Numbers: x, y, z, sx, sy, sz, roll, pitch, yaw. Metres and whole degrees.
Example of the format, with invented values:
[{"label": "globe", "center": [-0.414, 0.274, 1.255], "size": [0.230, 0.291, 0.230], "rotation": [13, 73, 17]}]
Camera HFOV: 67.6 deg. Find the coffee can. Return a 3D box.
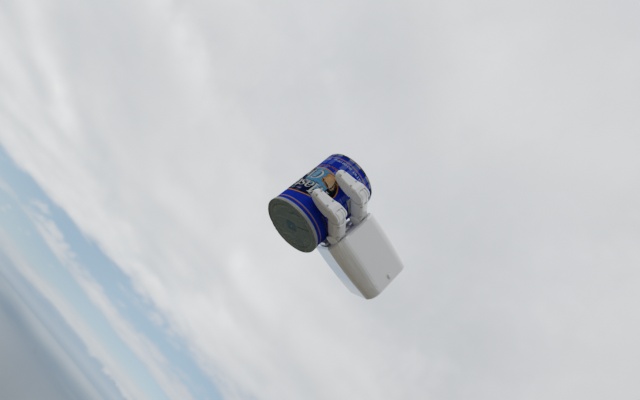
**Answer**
[{"label": "coffee can", "center": [0.000, 0.002, 0.773], "size": [0.140, 0.103, 0.103], "rotation": [-39, 23, -31]}]
